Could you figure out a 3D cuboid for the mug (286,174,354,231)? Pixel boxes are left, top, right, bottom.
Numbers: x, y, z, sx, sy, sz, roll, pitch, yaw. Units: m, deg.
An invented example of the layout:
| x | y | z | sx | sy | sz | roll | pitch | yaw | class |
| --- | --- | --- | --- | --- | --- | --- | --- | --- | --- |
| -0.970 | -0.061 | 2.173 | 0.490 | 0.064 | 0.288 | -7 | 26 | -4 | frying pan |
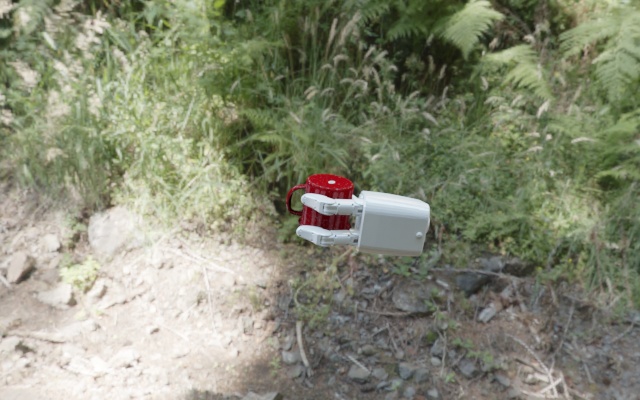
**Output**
| x | y | z | sx | sy | sz | roll | pitch | yaw | class |
| --- | --- | --- | --- | --- | --- | --- | --- | --- | --- |
| -0.001 | 0.002 | 0.818 | 0.117 | 0.081 | 0.093 | 7 | 21 | -1 | mug |
